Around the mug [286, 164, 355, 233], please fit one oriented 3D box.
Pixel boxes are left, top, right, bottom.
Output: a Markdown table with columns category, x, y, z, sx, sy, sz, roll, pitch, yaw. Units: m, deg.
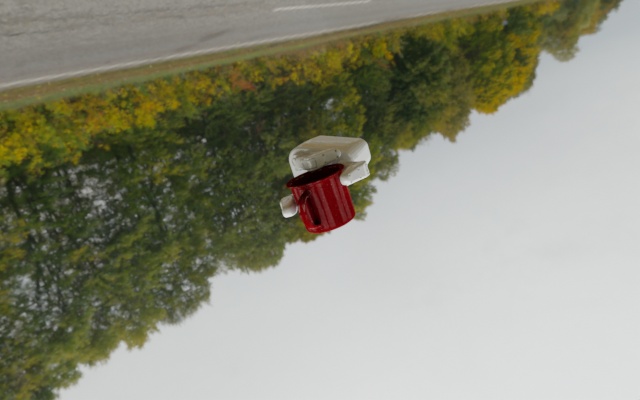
| category | x | y | z | sx | sy | sz | roll | pitch | yaw |
| --- | --- | --- | --- | --- | --- | --- | --- | --- | --- |
| mug | 0.000 | 0.003 | 0.719 | 0.093 | 0.081 | 0.117 | -12 | 17 | 26 |
